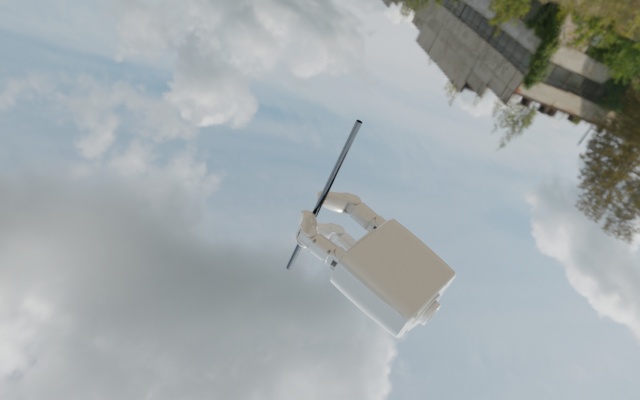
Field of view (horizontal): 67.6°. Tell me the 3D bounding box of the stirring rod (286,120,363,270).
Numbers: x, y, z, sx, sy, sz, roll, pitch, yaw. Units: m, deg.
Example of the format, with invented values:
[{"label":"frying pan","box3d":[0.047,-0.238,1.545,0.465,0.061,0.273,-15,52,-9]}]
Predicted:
[{"label":"stirring rod","box3d":[0.000,0.002,0.611,0.011,0.240,0.011,18,32,-12]}]
